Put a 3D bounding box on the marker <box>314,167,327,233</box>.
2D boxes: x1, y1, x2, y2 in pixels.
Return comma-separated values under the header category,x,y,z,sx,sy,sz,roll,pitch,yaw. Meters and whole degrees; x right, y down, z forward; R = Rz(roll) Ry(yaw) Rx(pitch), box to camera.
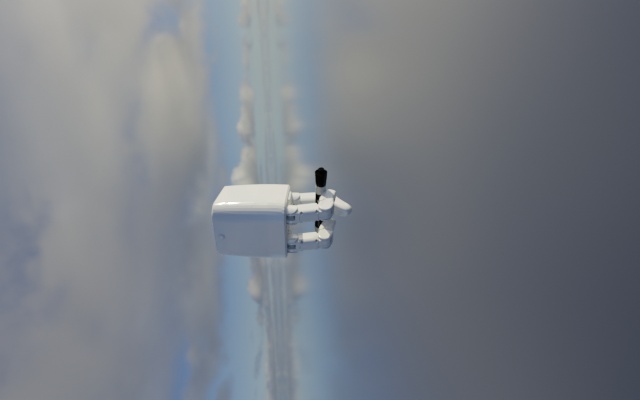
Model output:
category,x,y,z,sx,sy,sz,roll,pitch,yaw
marker,0.000,0.002,0.741,0.020,0.121,0.020,1,35,0
